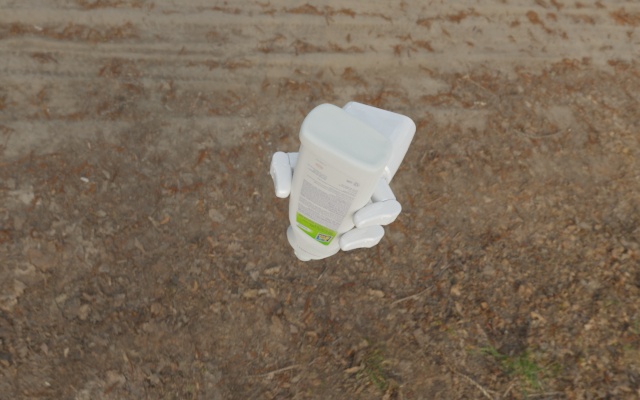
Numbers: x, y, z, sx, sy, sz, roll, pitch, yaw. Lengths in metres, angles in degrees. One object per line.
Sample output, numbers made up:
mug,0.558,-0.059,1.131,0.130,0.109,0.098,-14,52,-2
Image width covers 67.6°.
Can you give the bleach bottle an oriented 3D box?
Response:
bleach bottle,0.000,0.002,0.596,0.102,0.068,0.251,30,-37,4
